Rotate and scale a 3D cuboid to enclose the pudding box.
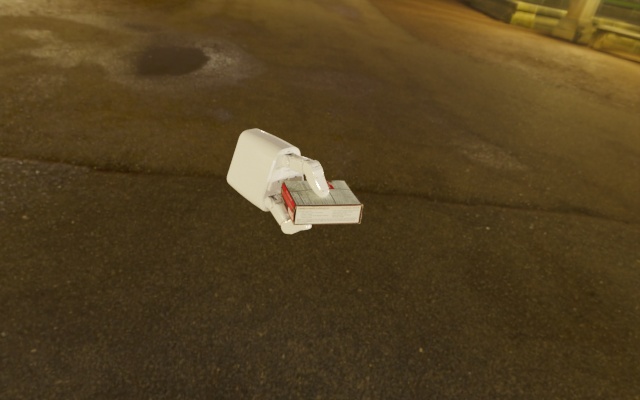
[{"bbox_3d":[0.000,0.002,0.765,0.113,0.039,0.090,-2,29,-17],"label":"pudding box"}]
